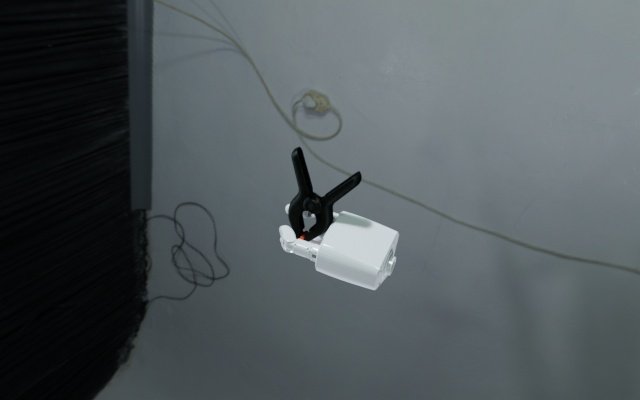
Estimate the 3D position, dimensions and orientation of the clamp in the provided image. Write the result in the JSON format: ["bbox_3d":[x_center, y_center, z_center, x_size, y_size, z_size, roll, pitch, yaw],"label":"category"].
[{"bbox_3d":[0.000,0.003,0.799,0.120,0.171,0.039,18,30,17],"label":"clamp"}]
